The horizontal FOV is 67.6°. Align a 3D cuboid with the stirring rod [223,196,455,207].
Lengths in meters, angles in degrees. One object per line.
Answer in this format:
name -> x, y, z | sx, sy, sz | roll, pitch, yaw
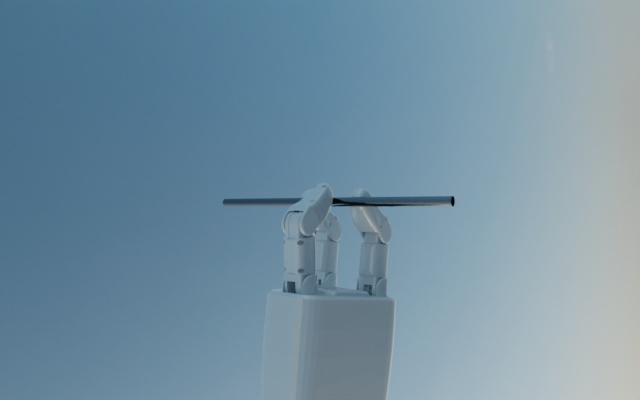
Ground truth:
stirring rod -> 0.000, 0.001, 0.423 | 0.239, 0.011, 0.011 | 0, 0, 35
